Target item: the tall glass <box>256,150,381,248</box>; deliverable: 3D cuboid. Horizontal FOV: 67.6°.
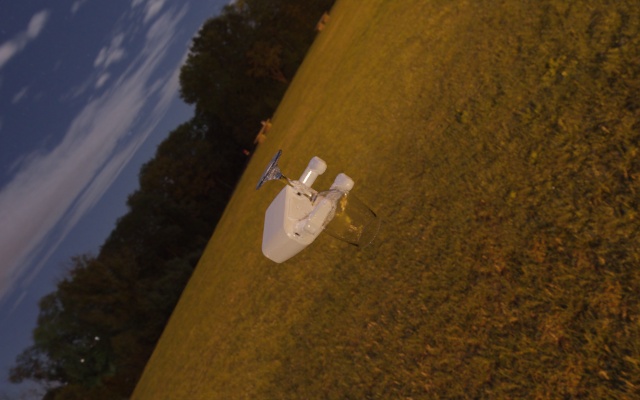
[{"bbox_3d":[0.000,0.002,0.773,0.201,0.079,0.079,32,-8,-13],"label":"tall glass"}]
